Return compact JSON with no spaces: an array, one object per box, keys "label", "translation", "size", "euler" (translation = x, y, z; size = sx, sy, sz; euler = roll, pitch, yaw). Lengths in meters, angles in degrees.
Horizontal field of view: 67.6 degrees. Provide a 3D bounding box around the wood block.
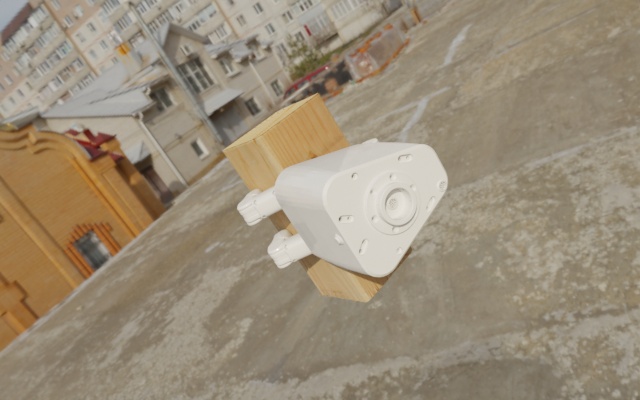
[{"label":"wood block","translation":[0.000,0.001,0.526],"size":[0.090,0.206,0.090],"euler":[-42,19,-29]}]
